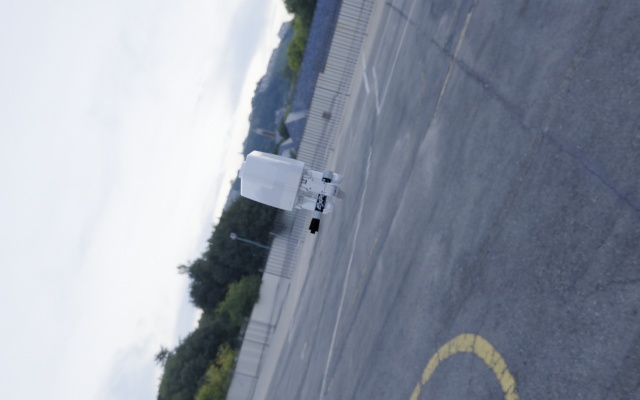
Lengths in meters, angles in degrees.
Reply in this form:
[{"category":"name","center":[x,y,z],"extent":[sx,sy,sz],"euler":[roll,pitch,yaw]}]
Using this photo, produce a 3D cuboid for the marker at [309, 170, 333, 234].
[{"category":"marker","center":[0.000,0.003,0.883],"extent":[0.020,0.121,0.020],"euler":[14,-8,2]}]
